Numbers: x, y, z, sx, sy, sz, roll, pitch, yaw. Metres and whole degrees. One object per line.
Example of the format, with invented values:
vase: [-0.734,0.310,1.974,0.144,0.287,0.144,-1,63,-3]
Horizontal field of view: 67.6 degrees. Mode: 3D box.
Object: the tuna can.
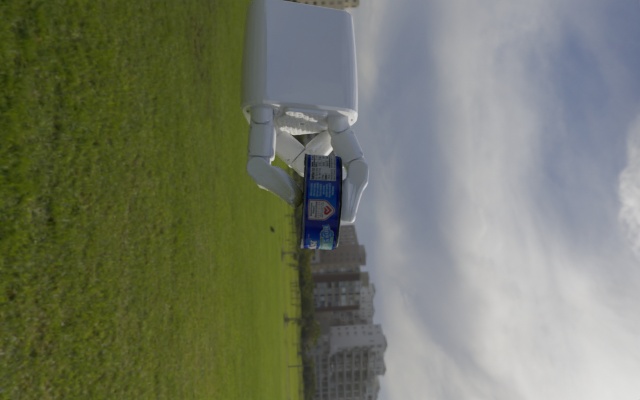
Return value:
tuna can: [0.001,0.002,0.430,0.034,0.086,0.086,3,0,-2]
